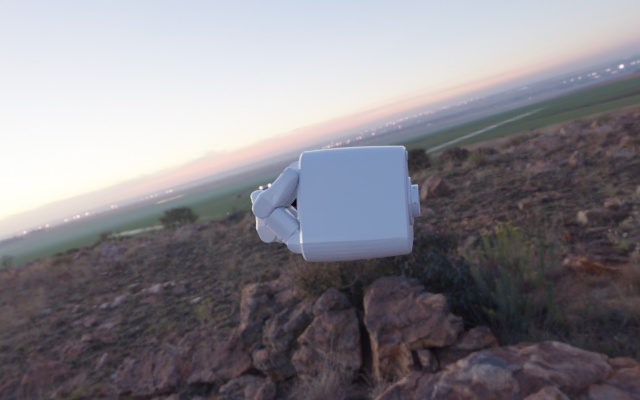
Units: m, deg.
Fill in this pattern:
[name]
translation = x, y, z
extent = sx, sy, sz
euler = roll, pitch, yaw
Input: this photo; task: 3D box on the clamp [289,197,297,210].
[clamp]
translation = 0.000, 0.001, 0.608
extent = 0.120, 0.039, 0.171
euler = 6, 12, 12
